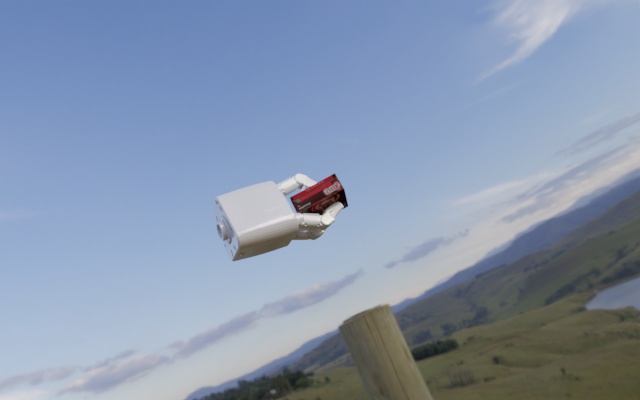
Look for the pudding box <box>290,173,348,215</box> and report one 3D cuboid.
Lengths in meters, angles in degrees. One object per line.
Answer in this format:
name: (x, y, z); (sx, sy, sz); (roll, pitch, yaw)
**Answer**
pudding box: (0.000, 0.003, 0.852); (0.090, 0.039, 0.113); (-28, -16, -1)
